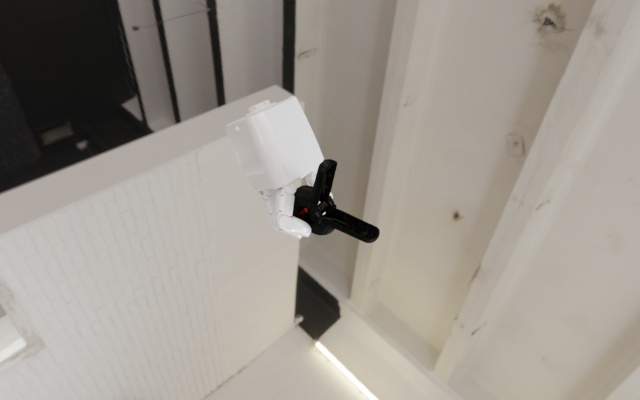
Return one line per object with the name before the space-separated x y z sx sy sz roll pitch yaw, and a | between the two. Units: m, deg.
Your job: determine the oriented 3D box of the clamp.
clamp | 0.001 0.002 0.652 0.039 0.120 0.171 -32 17 -32
